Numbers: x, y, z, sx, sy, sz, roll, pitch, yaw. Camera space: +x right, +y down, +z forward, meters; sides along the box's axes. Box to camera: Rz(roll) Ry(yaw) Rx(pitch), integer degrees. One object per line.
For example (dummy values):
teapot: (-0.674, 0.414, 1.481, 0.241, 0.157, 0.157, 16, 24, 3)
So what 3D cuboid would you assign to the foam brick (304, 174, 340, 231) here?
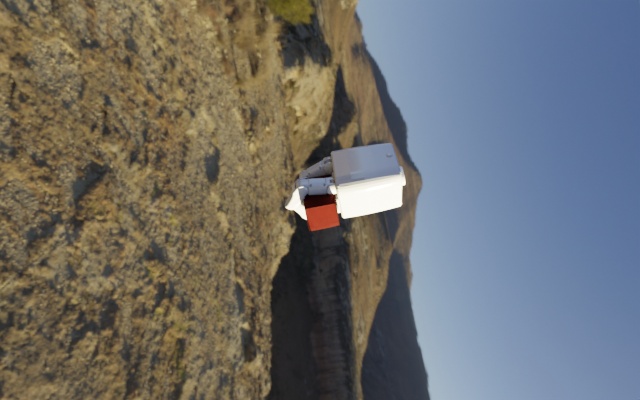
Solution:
foam brick: (0.000, 0.003, 0.798, 0.051, 0.053, 0.078, -9, 43, 3)
